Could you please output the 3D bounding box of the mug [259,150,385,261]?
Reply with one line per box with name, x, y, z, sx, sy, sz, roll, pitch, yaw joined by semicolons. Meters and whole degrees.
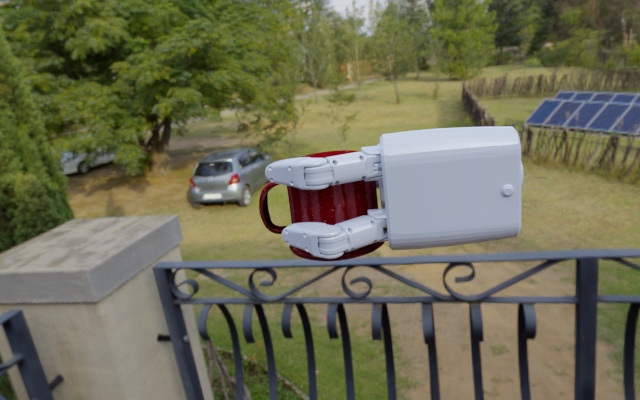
mug;-0.001;0.001;0.447;0.117;0.081;0.093;-5;17;8
